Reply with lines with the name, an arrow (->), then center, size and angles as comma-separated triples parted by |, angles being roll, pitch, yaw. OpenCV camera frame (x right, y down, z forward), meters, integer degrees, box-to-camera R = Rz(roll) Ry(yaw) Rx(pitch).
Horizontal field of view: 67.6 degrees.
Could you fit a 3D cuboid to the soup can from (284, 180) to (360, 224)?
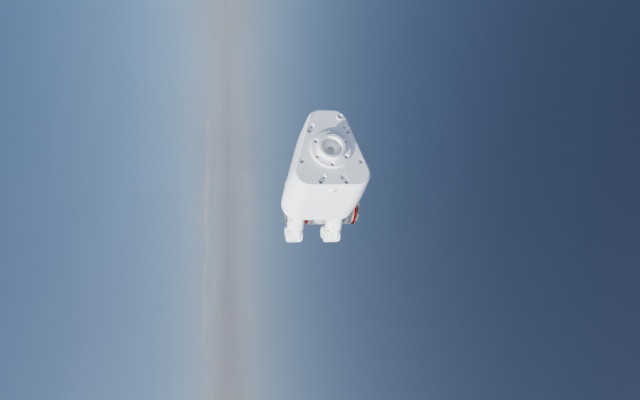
soup can -> 0.000, 0.002, 0.705 | 0.102, 0.068, 0.068 | 0, 0, -11
